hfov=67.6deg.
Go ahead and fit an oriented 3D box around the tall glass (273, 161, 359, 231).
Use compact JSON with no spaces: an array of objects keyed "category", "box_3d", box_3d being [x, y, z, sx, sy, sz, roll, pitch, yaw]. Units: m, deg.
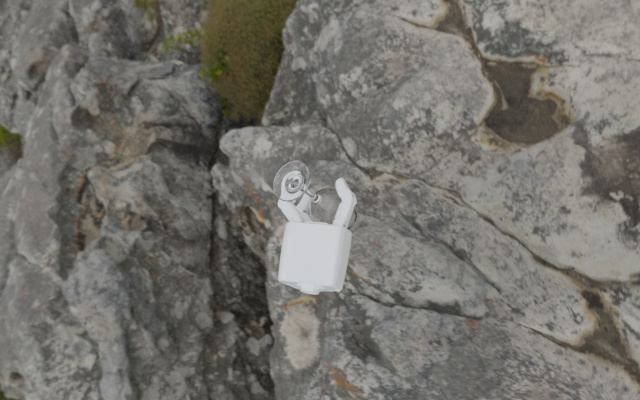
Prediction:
[{"category":"tall glass","box_3d":[0.000,0.002,0.878,0.079,0.079,0.201,0,-21,32]}]
